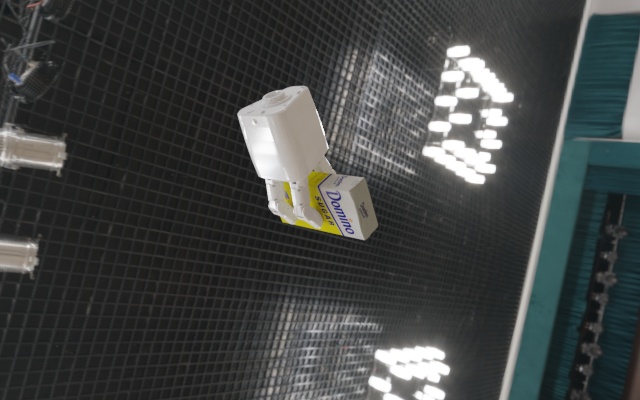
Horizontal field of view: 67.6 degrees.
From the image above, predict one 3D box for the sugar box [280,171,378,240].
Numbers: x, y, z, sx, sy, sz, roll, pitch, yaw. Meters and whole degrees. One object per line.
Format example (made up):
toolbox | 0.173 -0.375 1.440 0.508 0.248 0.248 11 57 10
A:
sugar box | 0.000 0.003 0.762 0.176 0.093 0.048 11 41 42
